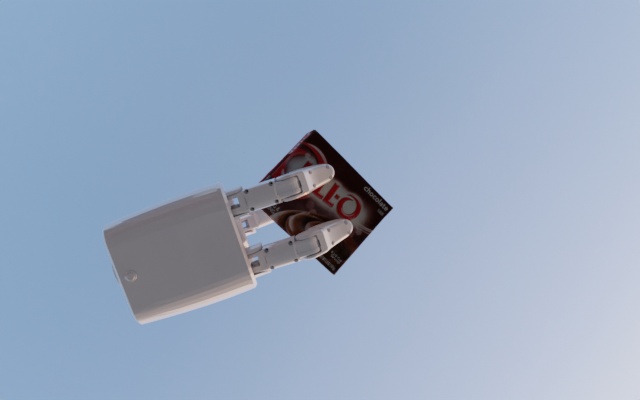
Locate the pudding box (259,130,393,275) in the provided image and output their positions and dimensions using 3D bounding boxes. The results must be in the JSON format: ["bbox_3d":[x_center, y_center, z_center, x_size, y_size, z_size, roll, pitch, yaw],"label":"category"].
[{"bbox_3d":[0.000,0.002,0.469,0.113,0.090,0.039,44,-7,-13],"label":"pudding box"}]
